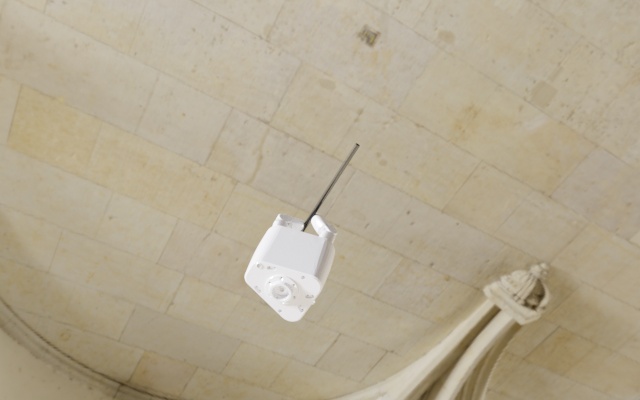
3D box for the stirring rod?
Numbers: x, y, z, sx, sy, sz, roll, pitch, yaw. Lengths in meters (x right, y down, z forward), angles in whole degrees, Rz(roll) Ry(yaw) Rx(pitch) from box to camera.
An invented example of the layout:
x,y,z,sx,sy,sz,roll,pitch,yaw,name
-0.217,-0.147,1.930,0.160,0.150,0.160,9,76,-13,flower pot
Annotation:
x,y,z,sx,sy,sz,roll,pitch,yaw,name
0.000,0.003,0.808,0.011,0.240,0.011,26,27,-14,stirring rod
